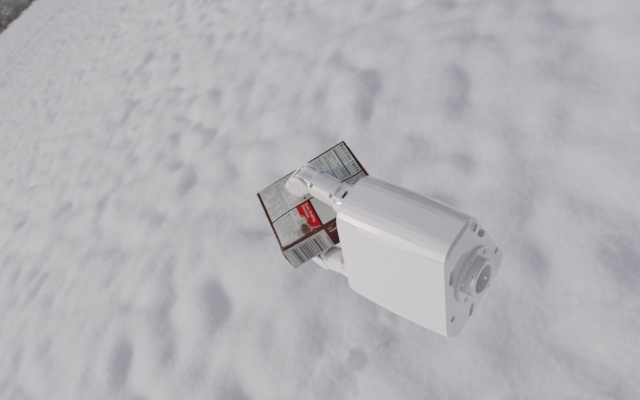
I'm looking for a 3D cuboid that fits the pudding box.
[{"bbox_3d":[0.000,0.002,0.488,0.113,0.090,0.039,-30,-43,1],"label":"pudding box"}]
